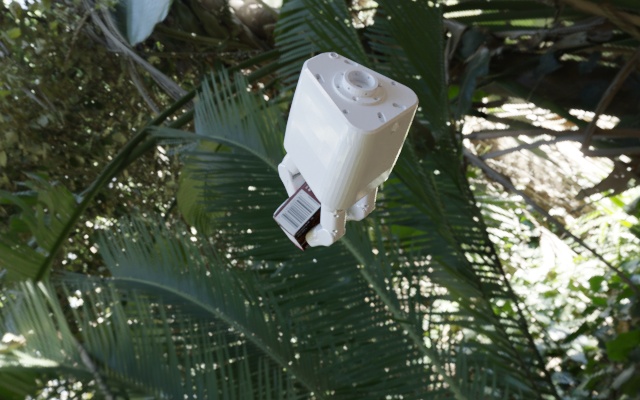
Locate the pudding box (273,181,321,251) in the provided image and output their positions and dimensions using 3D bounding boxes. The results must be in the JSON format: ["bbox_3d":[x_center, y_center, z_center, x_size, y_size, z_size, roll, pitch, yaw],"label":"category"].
[{"bbox_3d":[0.000,0.002,0.576,0.039,0.113,0.090,43,-8,17],"label":"pudding box"}]
